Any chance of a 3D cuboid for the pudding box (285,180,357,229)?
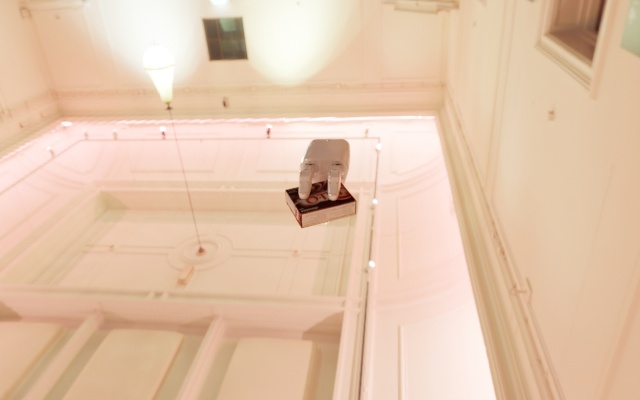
[{"bbox_3d":[0.000,0.003,0.900,0.113,0.039,0.090,-16,35,-15],"label":"pudding box"}]
